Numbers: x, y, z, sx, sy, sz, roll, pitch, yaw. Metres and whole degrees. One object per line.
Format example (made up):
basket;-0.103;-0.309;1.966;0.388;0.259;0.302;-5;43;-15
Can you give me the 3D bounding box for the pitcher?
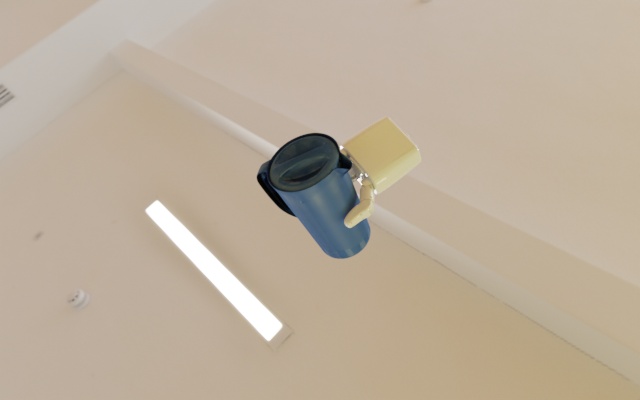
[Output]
pitcher;0.000;0.003;0.886;0.145;0.243;0.149;-36;46;-6
